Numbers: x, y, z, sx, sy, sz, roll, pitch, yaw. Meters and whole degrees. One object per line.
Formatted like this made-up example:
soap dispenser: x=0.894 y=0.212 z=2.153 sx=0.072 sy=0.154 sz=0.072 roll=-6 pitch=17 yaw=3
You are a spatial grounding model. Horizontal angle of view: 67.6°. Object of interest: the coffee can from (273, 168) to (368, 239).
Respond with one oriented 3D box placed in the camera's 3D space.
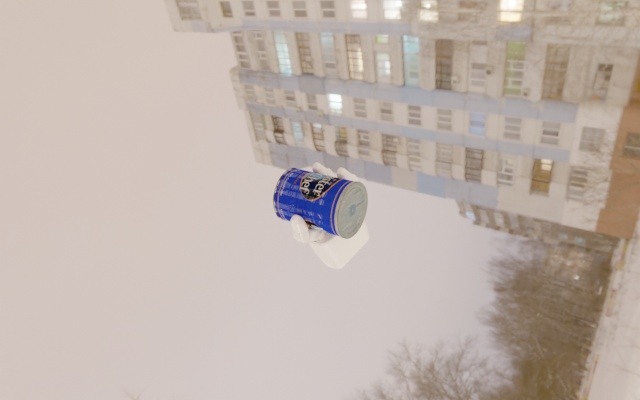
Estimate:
coffee can: x=0.000 y=0.003 z=0.865 sx=0.140 sy=0.103 sz=0.103 roll=15 pitch=8 yaw=32
